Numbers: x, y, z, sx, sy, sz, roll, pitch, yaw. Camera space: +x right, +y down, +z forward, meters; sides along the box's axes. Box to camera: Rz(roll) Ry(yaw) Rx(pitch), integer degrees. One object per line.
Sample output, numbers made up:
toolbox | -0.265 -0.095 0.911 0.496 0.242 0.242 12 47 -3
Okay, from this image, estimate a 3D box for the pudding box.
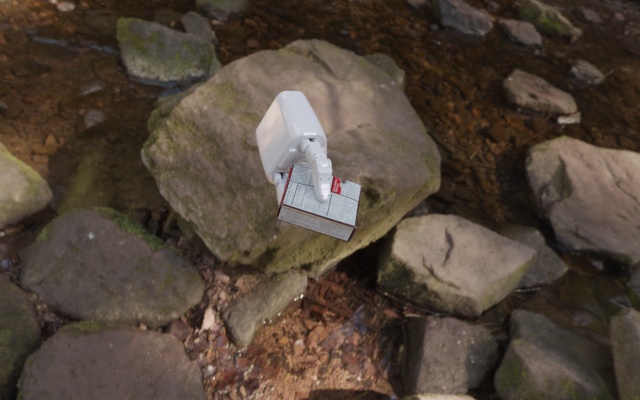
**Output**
pudding box | 0.000 0.002 0.692 0.113 0.090 0.039 17 -44 -4
